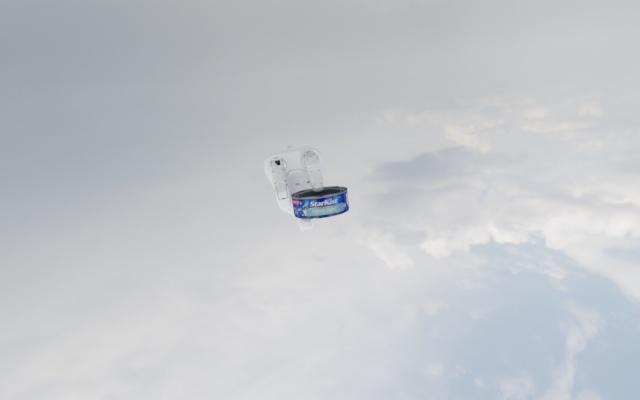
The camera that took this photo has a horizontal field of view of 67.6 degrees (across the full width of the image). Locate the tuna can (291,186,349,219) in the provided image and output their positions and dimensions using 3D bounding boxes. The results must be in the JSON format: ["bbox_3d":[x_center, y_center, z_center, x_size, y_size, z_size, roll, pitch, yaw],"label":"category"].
[{"bbox_3d":[0.000,0.003,0.719,0.086,0.034,0.086,-7,10,1],"label":"tuna can"}]
